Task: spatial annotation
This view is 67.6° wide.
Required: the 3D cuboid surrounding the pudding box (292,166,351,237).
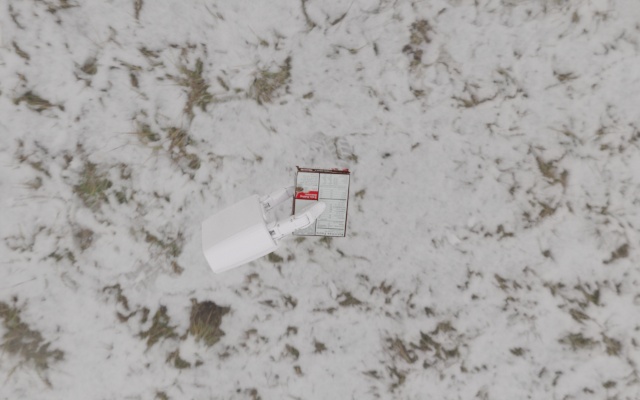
[{"bbox_3d":[0.000,0.003,0.783,0.090,0.113,0.039,3,16,-7],"label":"pudding box"}]
